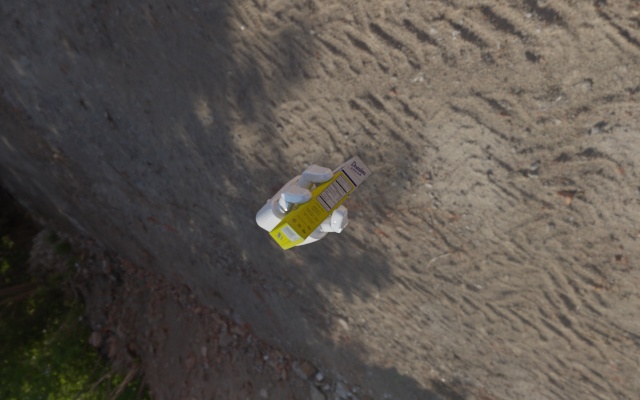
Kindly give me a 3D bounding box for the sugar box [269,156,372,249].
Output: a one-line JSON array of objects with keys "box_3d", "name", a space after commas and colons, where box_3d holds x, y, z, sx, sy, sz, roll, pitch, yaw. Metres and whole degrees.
[{"box_3d": [0.000, 0.002, 0.794, 0.176, 0.048, 0.093, -47, 9, -27], "name": "sugar box"}]
